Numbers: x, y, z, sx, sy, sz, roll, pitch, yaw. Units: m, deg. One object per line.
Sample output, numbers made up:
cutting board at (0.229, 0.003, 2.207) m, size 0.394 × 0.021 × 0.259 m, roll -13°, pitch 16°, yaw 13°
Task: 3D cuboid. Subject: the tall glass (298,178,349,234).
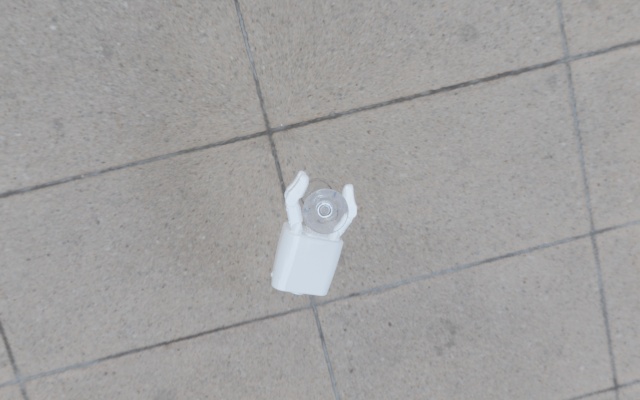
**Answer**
tall glass at (0.000, 0.003, 0.858) m, size 0.079 × 0.079 × 0.201 m, roll 0°, pitch 9°, yaw -5°
